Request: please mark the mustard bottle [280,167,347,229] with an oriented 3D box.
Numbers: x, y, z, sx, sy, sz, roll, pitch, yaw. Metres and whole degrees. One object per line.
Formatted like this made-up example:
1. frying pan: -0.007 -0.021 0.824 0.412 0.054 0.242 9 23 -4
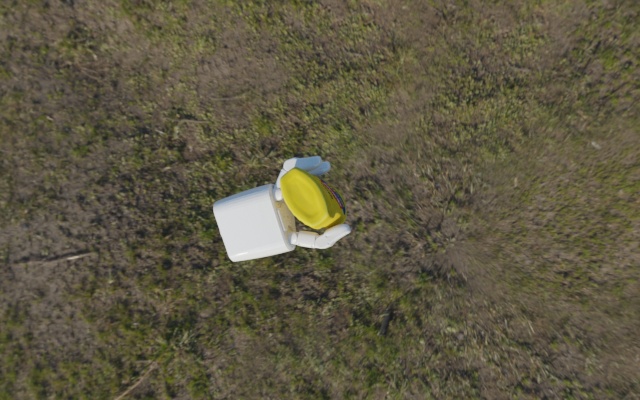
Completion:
1. mustard bottle: 0.000 0.002 0.785 0.058 0.096 0.191 -39 -14 9
